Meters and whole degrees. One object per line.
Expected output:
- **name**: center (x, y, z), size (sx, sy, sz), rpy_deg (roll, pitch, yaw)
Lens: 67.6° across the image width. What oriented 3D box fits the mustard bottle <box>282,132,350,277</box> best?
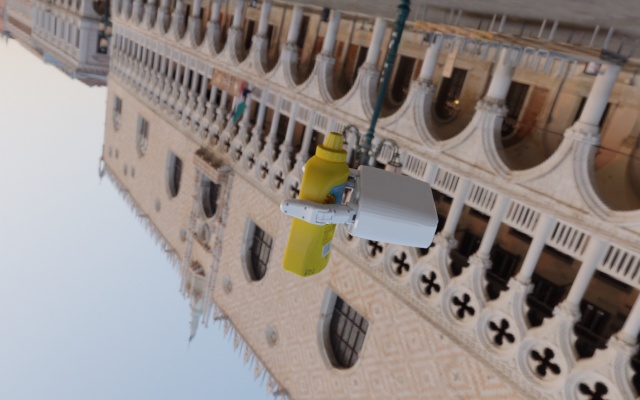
- **mustard bottle**: center (0.000, 0.002, 0.647), size (0.058, 0.192, 0.096), rpy_deg (20, 19, 19)
